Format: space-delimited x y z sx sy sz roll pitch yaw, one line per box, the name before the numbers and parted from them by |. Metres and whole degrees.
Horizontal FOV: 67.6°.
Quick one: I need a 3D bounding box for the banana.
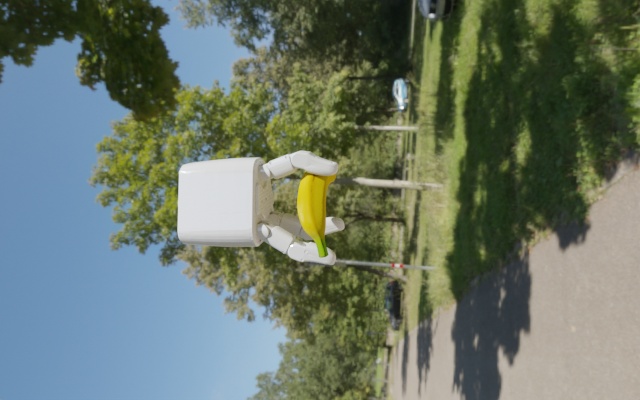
banana | -0.004 -0.011 0.639 0.037 0.070 0.197 -5 34 11
